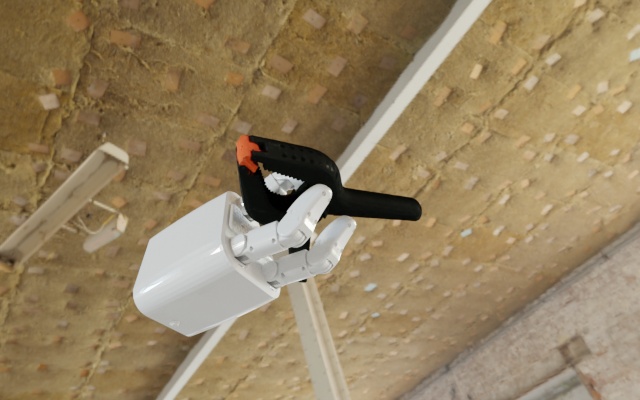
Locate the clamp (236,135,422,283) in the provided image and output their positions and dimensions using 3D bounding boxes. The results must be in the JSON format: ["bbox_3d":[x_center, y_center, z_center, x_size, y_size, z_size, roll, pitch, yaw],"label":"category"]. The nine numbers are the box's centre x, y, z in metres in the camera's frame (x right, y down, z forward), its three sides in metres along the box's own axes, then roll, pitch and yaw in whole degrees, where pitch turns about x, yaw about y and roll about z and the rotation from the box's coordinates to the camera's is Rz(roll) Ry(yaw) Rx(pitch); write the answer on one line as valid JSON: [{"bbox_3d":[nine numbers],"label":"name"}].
[{"bbox_3d":[-0.001,0.001,0.463,0.164,0.036,0.210,-27,-42,11],"label":"clamp"}]
